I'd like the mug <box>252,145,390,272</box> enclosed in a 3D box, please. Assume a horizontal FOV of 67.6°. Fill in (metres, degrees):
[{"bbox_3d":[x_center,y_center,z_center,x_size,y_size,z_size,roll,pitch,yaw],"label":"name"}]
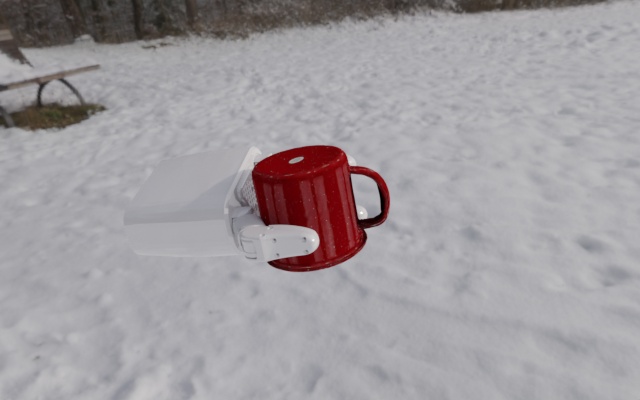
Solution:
[{"bbox_3d":[0.001,0.001,0.405,0.117,0.081,0.093,-5,22,13],"label":"mug"}]
